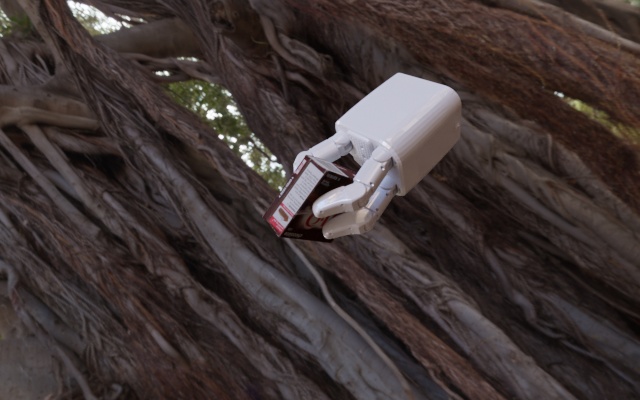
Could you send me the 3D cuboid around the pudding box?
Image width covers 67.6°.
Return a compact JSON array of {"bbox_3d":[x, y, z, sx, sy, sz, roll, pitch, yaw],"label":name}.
[{"bbox_3d":[0.000,0.002,0.545,0.039,0.090,0.113,43,16,31],"label":"pudding box"}]
